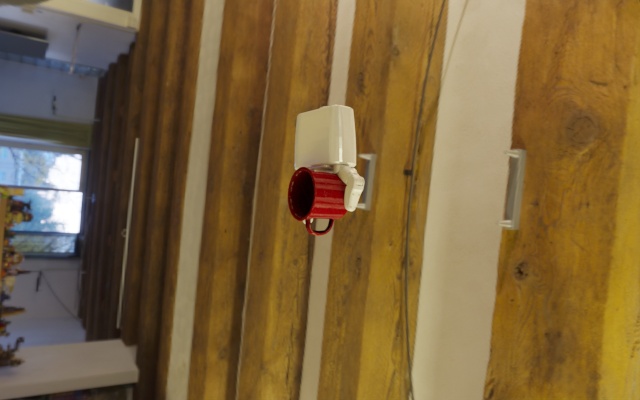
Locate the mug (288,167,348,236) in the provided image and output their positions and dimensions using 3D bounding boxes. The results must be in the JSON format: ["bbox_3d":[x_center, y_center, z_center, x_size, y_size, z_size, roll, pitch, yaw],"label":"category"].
[{"bbox_3d":[0.000,0.004,0.835,0.081,0.117,0.093,4,-7,-33],"label":"mug"}]
